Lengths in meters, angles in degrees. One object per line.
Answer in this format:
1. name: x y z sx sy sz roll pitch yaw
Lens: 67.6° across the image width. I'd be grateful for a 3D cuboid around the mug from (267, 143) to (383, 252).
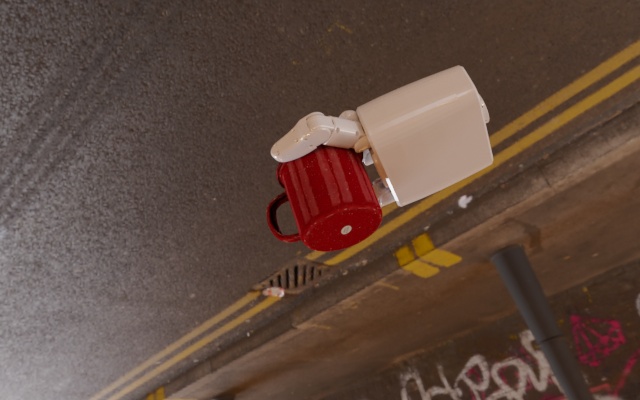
1. mug: -0.001 0.002 0.471 0.117 0.081 0.093 -25 -32 9
